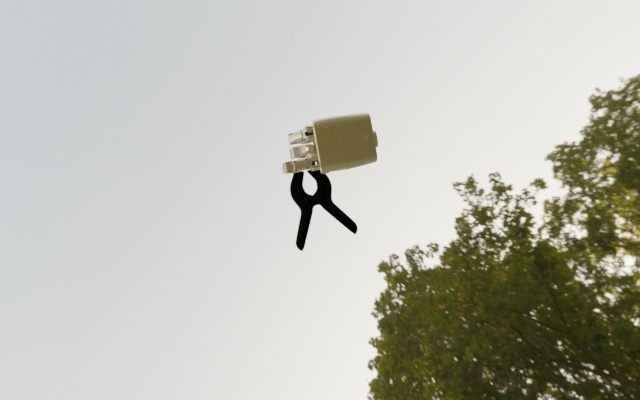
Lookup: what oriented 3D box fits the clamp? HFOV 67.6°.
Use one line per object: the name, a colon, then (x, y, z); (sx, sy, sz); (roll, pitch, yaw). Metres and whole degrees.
clamp: (0.000, 0.003, 0.896); (0.120, 0.171, 0.039); (-10, 3, 3)
